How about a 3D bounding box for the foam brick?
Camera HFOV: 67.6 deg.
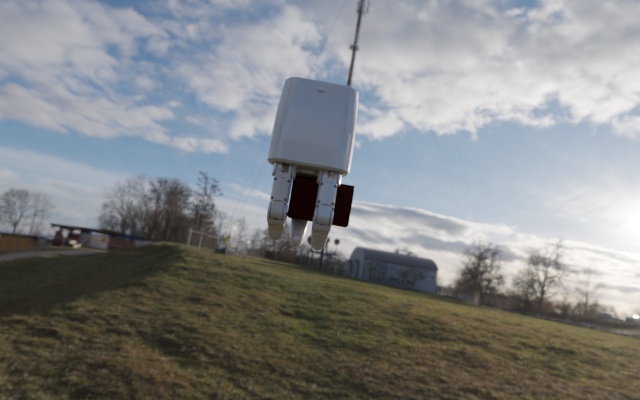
[{"bbox_3d":[0.000,0.002,0.598,0.078,0.051,0.053,10,-5,-2],"label":"foam brick"}]
